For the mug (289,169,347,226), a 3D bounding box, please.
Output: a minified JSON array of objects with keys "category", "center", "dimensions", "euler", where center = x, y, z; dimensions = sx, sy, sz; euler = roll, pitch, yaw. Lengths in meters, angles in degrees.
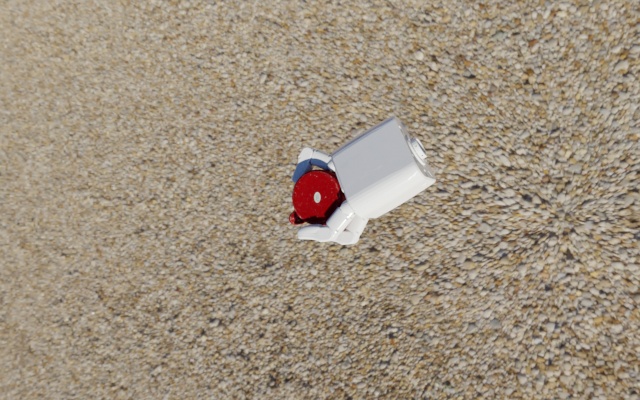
[{"category":"mug","center":[-0.001,0.003,0.727],"dimensions":[0.117,0.093,0.081],"euler":[-32,-15,21]}]
